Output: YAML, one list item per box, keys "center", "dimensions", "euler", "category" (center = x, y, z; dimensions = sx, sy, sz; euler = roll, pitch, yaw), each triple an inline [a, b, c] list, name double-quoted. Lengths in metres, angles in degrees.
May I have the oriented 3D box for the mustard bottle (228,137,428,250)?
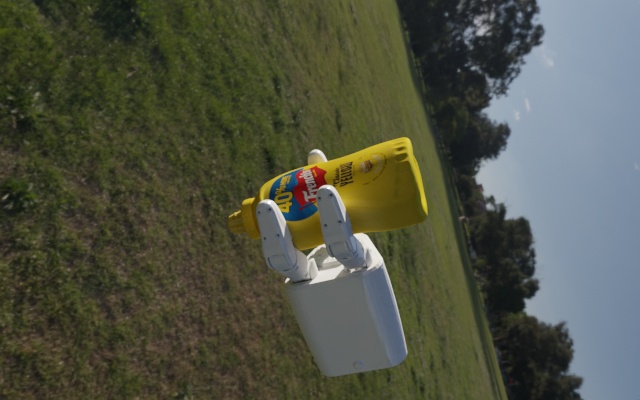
- center: [0.000, 0.001, 0.457]
  dimensions: [0.191, 0.058, 0.096]
  euler: [-15, 40, 15]
  category: "mustard bottle"
